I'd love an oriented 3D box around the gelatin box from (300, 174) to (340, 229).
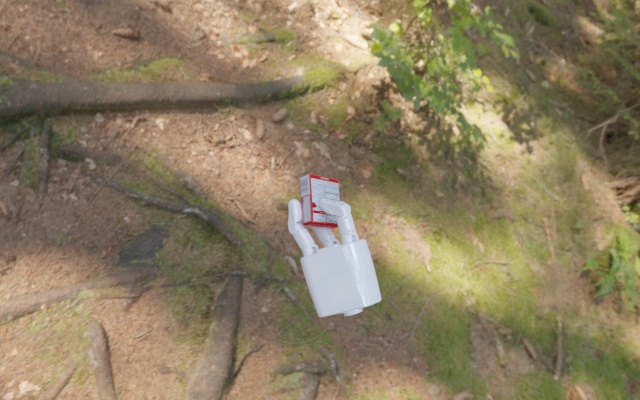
[{"bbox_3d":[0.000,0.002,0.846,0.073,0.089,0.030,9,-18,-42],"label":"gelatin box"}]
